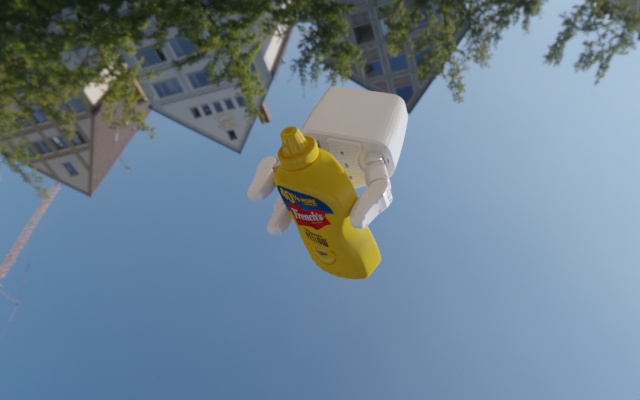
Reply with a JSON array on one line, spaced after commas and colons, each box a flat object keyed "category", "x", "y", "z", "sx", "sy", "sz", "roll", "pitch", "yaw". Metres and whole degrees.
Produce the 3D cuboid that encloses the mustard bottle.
[{"category": "mustard bottle", "x": 0.000, "y": 0.002, "z": 0.517, "sx": 0.096, "sy": 0.192, "sz": 0.058, "roll": 20, "pitch": 55, "yaw": 41}]
